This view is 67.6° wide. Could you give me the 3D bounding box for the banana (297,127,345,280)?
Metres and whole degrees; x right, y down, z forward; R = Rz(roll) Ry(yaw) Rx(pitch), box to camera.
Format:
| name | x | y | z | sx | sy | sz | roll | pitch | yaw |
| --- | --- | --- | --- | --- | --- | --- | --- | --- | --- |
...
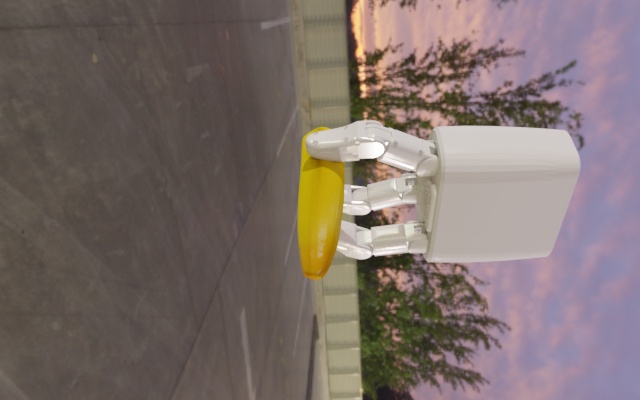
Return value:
| name | x | y | z | sx | sy | sz | roll | pitch | yaw |
| --- | --- | --- | --- | --- | --- | --- | --- | --- | --- |
| banana | 0.001 | -0.017 | 0.399 | 0.037 | 0.070 | 0.197 | 2 | 27 | -2 |
